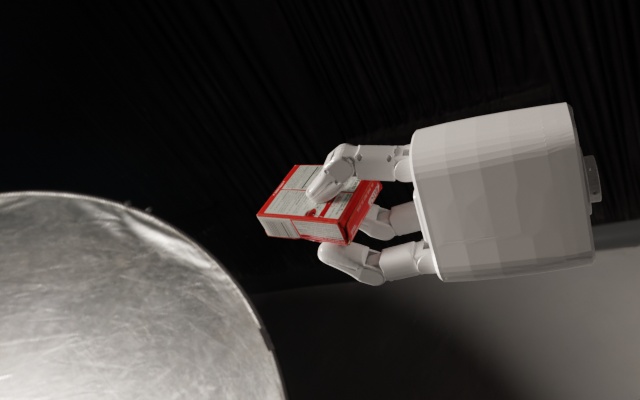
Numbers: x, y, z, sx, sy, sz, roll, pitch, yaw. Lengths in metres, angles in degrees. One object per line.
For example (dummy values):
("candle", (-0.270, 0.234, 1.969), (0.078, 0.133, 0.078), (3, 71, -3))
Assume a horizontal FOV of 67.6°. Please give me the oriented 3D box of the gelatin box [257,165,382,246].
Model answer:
("gelatin box", (0.000, 0.001, 0.422), (0.089, 0.030, 0.073), (3, 43, 33))
